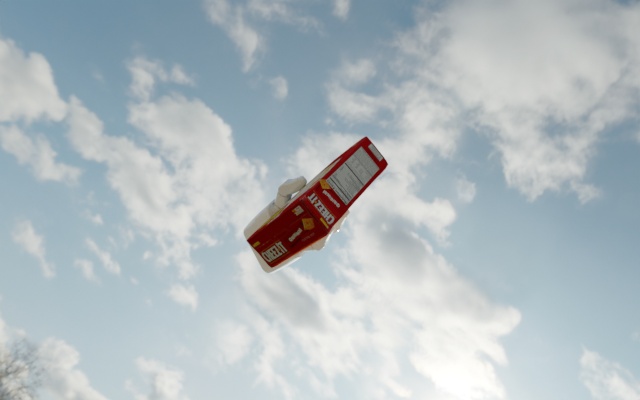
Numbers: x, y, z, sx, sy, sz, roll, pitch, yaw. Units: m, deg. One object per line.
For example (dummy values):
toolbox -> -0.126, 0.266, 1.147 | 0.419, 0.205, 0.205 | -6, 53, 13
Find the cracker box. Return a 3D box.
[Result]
cracker box -> 0.000, 0.002, 0.786 | 0.164, 0.072, 0.213 | -36, 7, 45
